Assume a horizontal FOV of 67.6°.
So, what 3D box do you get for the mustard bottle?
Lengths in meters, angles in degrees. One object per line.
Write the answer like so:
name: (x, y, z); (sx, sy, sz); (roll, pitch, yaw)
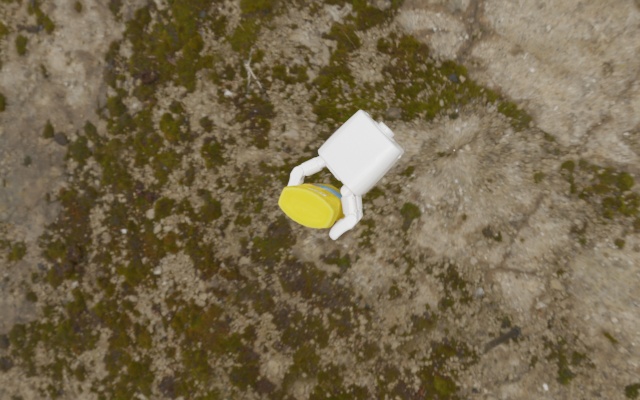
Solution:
mustard bottle: (0.000, 0.003, 0.850); (0.096, 0.058, 0.191); (24, 11, 12)
